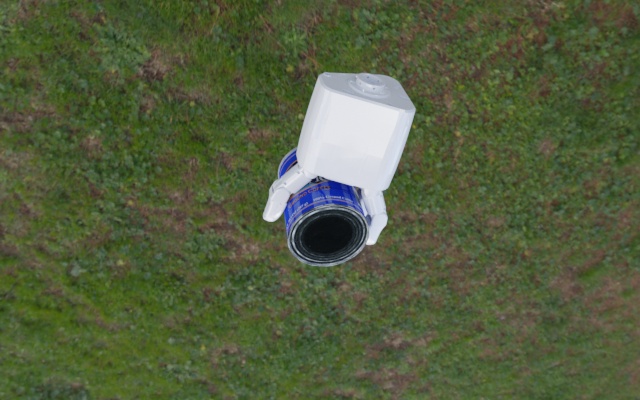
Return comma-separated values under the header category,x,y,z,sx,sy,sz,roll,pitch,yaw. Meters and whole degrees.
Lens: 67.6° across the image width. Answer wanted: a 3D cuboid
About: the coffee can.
category,x,y,z,sx,sy,sz,roll,pitch,yaw
coffee can,0.000,0.002,0.637,0.103,0.103,0.140,0,39,-11
